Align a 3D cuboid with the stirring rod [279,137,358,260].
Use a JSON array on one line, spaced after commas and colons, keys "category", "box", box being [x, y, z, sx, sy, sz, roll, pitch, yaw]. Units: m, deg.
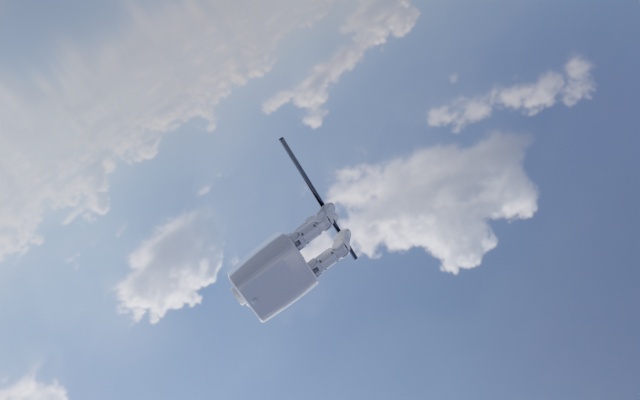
[{"category": "stirring rod", "box": [0.000, 0.002, 0.756, 0.011, 0.240, 0.011, -27, 23, 12]}]
